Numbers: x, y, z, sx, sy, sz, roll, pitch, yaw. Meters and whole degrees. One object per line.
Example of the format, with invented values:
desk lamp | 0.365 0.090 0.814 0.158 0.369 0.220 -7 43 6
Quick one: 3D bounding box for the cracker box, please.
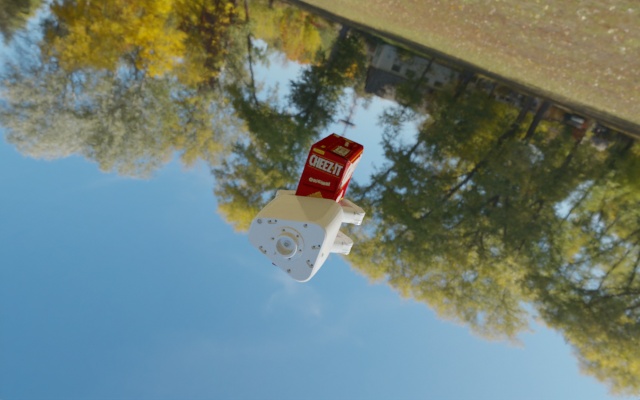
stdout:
cracker box | 0.000 0.003 0.822 0.072 0.214 0.164 23 19 6
